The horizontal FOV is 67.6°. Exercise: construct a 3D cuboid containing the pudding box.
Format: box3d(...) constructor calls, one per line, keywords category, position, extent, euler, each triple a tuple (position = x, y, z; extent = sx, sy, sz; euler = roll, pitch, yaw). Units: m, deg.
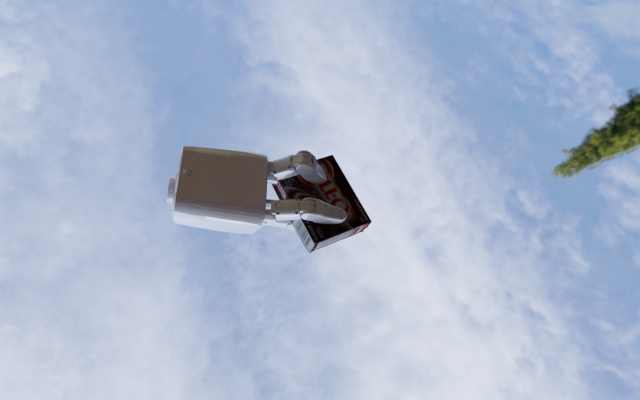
box3d(category="pudding box", position=(0.000, 0.002, 0.628), extent=(0.090, 0.113, 0.039), euler=(-20, -18, -27))
